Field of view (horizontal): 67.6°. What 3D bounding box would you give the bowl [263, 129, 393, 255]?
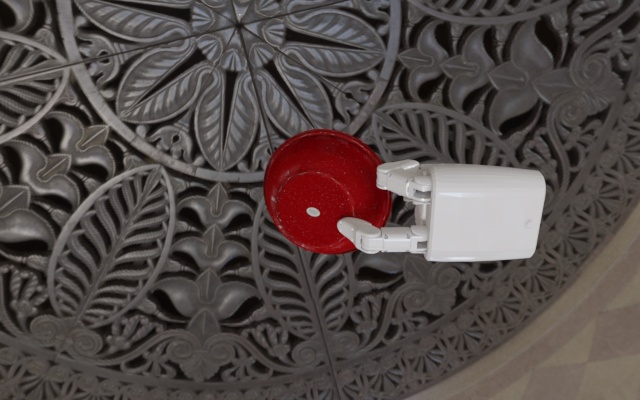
[{"bbox_3d":[-0.001,0.002,0.555,0.162,0.162,0.055,0,21,16],"label":"bowl"}]
